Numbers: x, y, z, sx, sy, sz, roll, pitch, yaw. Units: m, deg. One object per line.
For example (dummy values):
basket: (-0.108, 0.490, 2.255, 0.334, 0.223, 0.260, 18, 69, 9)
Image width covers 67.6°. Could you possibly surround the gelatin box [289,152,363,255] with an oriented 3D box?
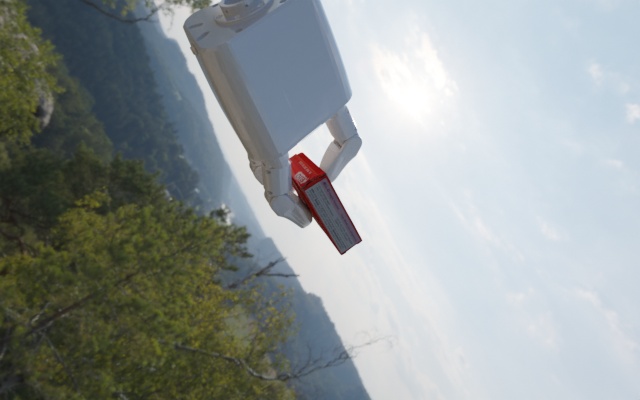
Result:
gelatin box: (0.001, 0.002, 0.480, 0.030, 0.089, 0.073, -33, 30, -4)
